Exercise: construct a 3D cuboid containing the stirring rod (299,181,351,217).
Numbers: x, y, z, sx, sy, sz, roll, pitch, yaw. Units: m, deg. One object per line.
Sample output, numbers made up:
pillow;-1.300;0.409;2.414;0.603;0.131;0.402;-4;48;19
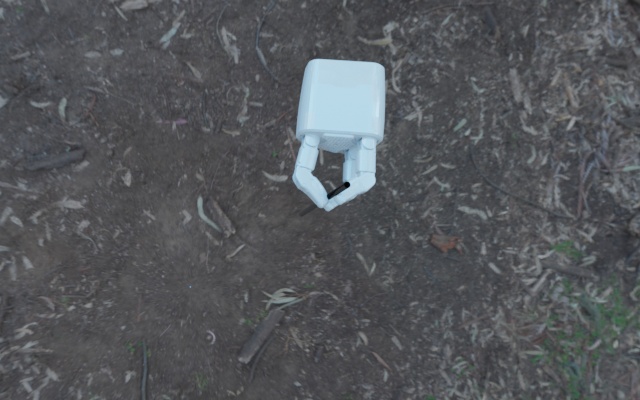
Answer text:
stirring rod;0.000;0.002;0.670;0.011;0.011;0.239;0;-10;-15
